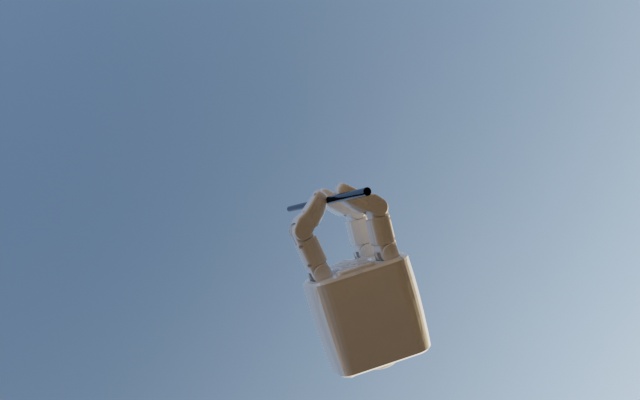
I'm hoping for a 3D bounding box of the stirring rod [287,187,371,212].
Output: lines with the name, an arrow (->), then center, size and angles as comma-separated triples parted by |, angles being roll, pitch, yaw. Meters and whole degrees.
stirring rod -> 0.000, 0.002, 0.542 | 0.011, 0.011, 0.239 | 0, -5, -21
